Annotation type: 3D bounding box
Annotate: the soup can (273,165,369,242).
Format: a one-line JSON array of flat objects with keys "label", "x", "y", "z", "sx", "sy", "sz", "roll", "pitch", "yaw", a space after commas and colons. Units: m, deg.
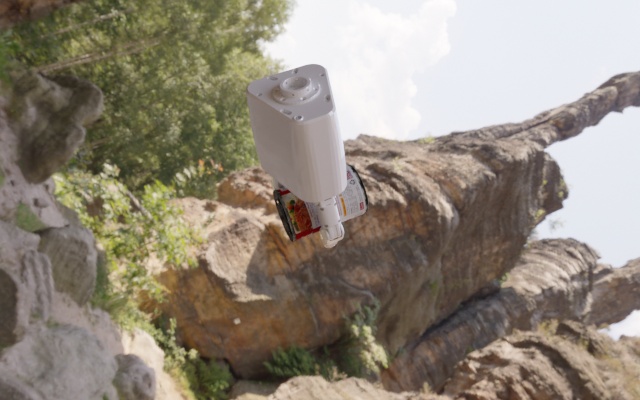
[{"label": "soup can", "x": 0.000, "y": 0.002, "z": 0.596, "sx": 0.102, "sy": 0.068, "sz": 0.068, "roll": -21, "pitch": 4, "yaw": -12}]
